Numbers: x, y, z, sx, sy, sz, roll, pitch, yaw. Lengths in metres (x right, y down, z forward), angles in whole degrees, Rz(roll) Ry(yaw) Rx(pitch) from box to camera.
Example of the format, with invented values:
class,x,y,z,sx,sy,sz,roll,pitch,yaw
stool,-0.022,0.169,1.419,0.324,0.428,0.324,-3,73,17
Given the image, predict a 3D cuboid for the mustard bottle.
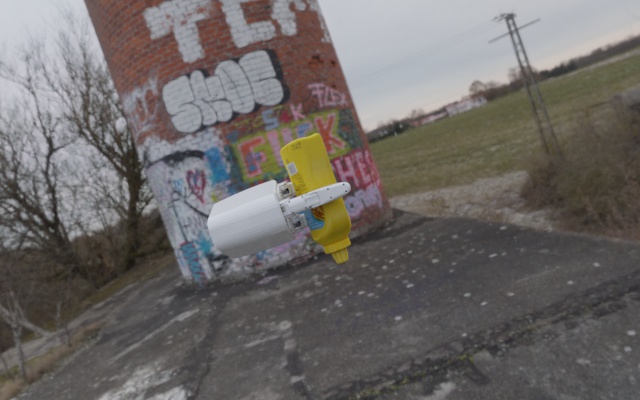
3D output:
class,x,y,z,sx,sy,sz,roll,pitch,yaw
mustard bottle,0.000,0.002,0.713,0.058,0.191,0.096,-20,1,-24
